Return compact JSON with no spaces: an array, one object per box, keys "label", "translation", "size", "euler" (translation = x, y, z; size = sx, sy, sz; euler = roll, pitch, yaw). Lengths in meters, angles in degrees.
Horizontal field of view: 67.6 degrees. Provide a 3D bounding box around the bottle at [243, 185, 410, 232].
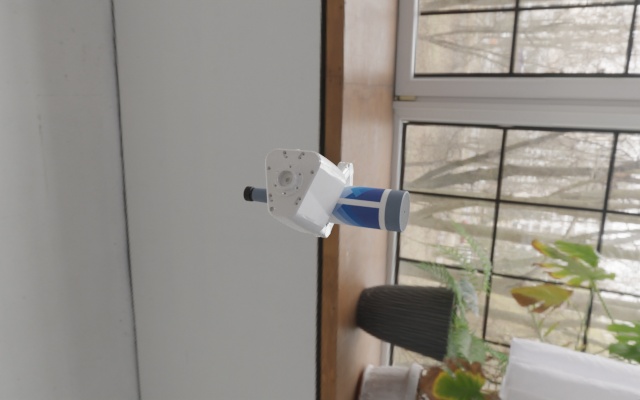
[{"label":"bottle","translation":[0.000,0.003,0.816],"size":[0.295,0.069,0.069],"euler":[7,2,23]}]
